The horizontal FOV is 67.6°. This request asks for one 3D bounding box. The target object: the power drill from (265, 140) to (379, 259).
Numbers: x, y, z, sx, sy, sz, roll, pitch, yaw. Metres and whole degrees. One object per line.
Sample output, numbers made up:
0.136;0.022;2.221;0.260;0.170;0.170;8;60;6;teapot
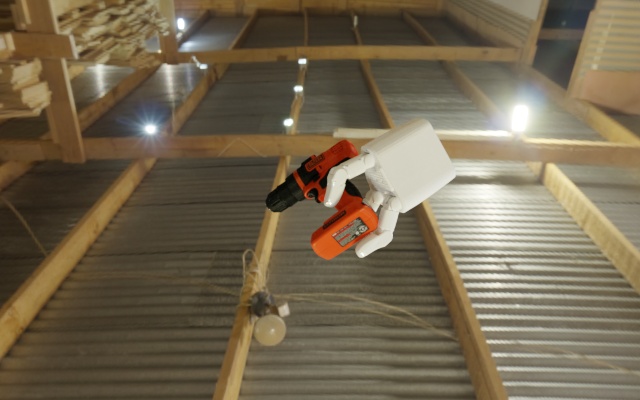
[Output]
0.000;0.003;0.767;0.184;0.187;0.057;-36;-48;11;power drill
